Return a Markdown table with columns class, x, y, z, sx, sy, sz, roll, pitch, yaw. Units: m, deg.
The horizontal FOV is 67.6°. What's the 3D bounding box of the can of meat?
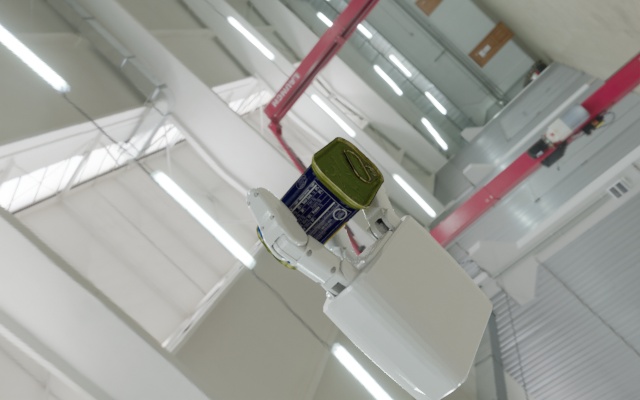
| class | x | y | z | sx | sy | sz | roll | pitch | yaw |
| --- | --- | --- | --- | --- | --- | --- | --- | --- | --- |
| can of meat | 0.000 | 0.002 | 0.404 | 0.084 | 0.057 | 0.102 | -47 | 1 | 25 |
